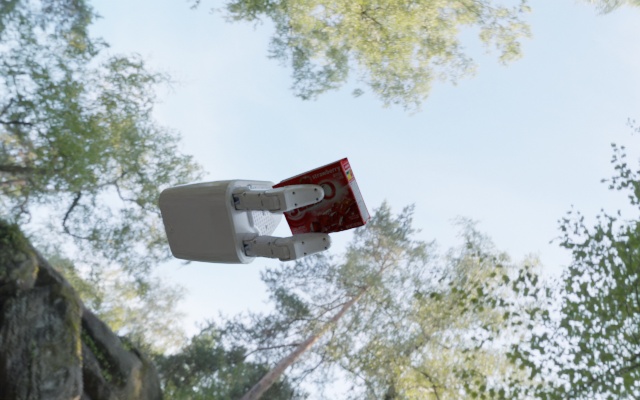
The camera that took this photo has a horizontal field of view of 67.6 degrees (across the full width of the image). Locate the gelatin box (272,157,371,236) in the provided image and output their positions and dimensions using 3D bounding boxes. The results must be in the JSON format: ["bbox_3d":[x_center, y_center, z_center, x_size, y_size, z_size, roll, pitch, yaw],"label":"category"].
[{"bbox_3d":[0.001,0.001,0.521,0.089,0.073,0.030,-18,9,25],"label":"gelatin box"}]
